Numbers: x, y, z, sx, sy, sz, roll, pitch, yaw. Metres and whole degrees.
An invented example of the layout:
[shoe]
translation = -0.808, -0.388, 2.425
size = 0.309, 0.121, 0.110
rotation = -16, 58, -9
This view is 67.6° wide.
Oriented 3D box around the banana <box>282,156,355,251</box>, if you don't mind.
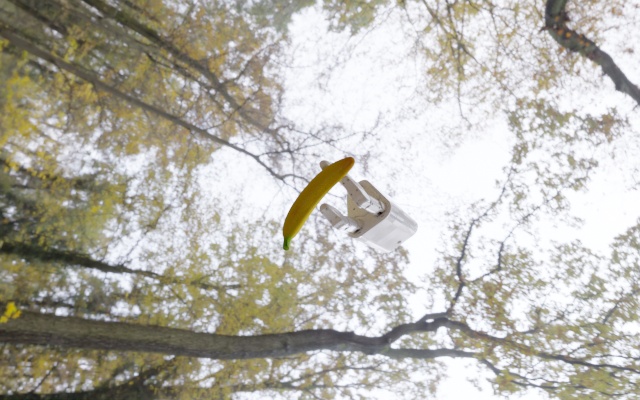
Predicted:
[banana]
translation = -0.011, -0.002, 0.845
size = 0.037, 0.198, 0.069
rotation = 33, 4, -38
